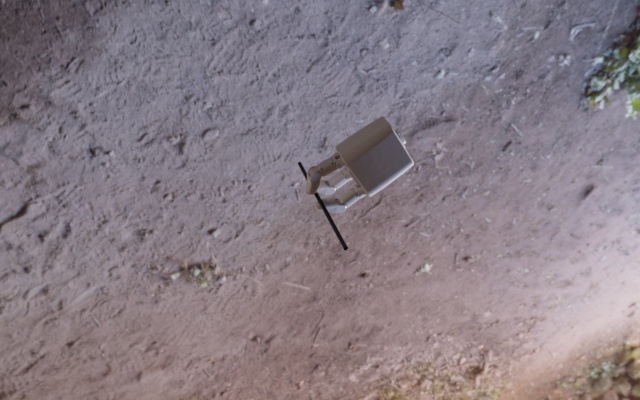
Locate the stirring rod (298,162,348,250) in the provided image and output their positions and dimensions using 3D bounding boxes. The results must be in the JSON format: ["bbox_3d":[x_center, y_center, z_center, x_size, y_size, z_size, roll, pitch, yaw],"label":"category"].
[{"bbox_3d":[0.000,0.003,0.882,0.011,0.011,0.239,0,40,-28],"label":"stirring rod"}]
